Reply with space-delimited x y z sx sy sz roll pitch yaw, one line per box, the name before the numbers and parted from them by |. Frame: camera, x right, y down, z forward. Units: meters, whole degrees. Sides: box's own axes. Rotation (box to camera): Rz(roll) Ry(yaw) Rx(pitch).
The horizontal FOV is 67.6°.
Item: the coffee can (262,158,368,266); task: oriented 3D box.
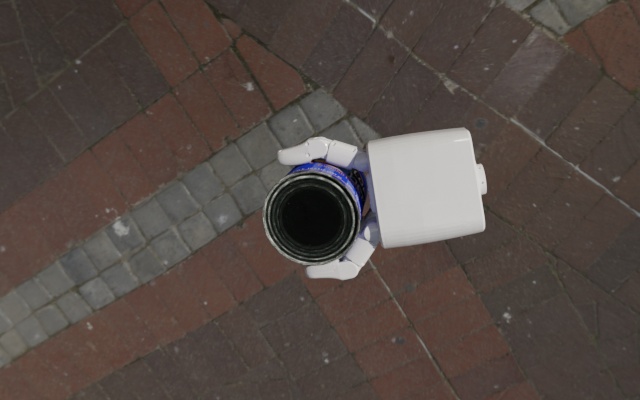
coffee can | 0.000 0.002 0.554 0.103 0.103 0.140 0 15 9
